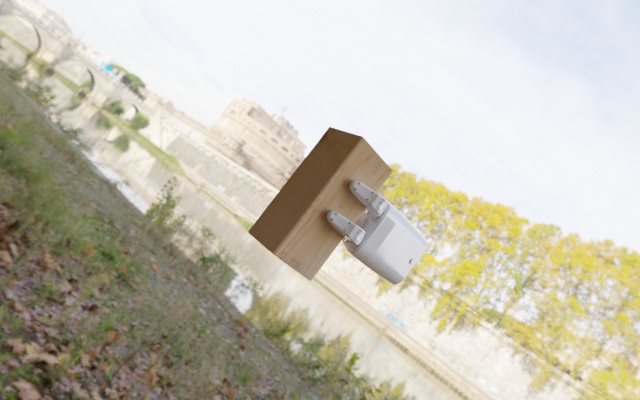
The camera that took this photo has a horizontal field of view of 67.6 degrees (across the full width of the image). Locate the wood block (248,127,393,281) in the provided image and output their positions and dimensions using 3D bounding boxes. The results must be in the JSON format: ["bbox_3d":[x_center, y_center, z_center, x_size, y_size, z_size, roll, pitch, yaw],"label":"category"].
[{"bbox_3d":[0.000,0.002,0.719,0.090,0.206,0.090,42,-8,-35],"label":"wood block"}]
